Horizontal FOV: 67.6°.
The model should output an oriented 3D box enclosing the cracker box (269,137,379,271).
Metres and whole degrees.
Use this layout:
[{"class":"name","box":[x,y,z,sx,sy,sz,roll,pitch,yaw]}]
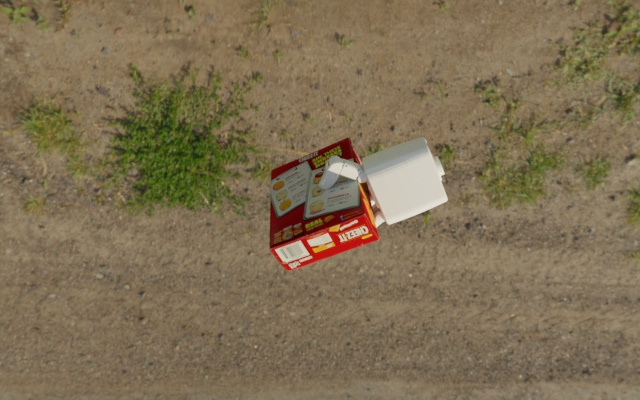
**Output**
[{"class":"cracker box","box":[0.000,0.003,0.821,0.164,0.072,0.213,-21,38,13]}]
